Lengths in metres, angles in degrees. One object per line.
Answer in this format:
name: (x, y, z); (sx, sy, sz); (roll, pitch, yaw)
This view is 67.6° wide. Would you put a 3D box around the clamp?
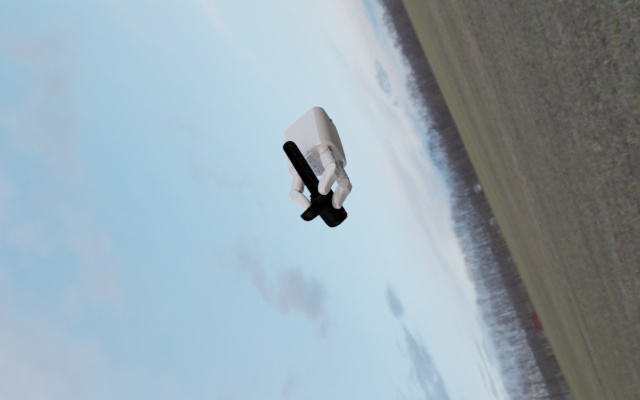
clamp: (0.000, 0.003, 0.889); (0.036, 0.164, 0.210); (-25, -38, 16)
